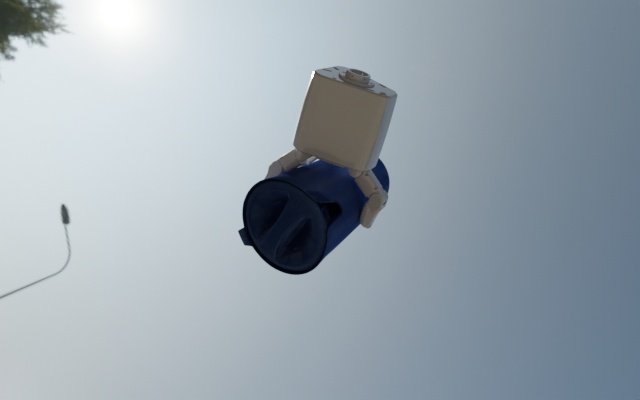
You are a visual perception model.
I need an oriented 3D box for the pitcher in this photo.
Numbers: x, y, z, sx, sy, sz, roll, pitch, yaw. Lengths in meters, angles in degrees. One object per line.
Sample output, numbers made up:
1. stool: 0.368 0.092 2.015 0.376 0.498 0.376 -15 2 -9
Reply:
1. pitcher: 0.000 0.002 0.711 0.149 0.145 0.242 29 30 20
